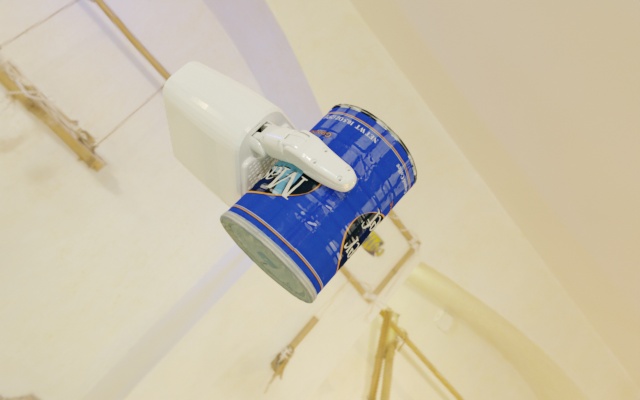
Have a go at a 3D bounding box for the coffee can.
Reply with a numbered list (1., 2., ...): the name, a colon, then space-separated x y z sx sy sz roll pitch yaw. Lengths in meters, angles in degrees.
1. coffee can: 0.000 0.002 0.410 0.140 0.103 0.103 -47 18 -18
